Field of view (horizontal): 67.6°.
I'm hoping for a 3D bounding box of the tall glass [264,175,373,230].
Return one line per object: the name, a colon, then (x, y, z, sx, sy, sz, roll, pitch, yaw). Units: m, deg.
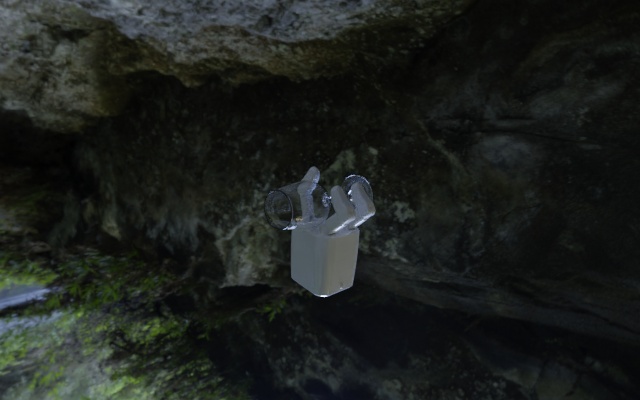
tall glass: (0.001, 0.002, 0.796, 0.079, 0.079, 0.201, 0, 6, 41)
